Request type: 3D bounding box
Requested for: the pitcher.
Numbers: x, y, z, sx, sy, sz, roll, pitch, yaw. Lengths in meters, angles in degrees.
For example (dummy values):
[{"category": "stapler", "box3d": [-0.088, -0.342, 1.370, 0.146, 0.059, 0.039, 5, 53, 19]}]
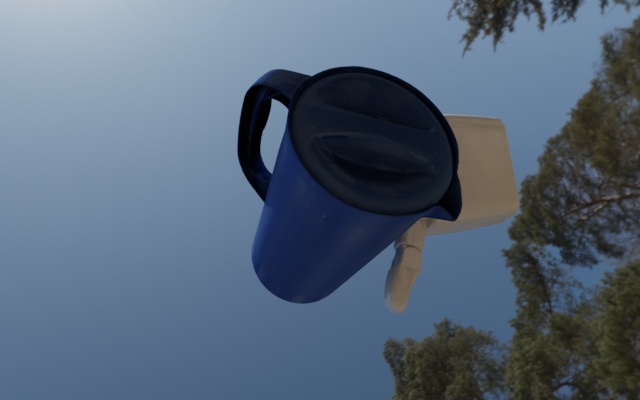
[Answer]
[{"category": "pitcher", "box3d": [0.000, 0.001, 0.438, 0.145, 0.149, 0.243, -4, -28, -22]}]
